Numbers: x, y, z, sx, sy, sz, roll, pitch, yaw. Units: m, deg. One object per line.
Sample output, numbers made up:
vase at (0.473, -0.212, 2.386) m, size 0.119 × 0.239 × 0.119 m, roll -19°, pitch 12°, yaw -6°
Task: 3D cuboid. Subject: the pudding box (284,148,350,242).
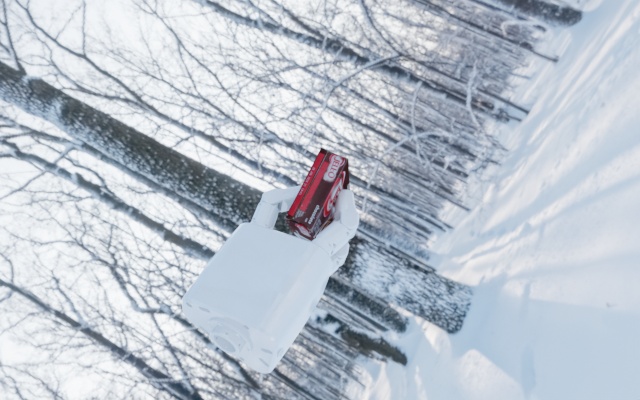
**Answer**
pudding box at (0.000, 0.002, 0.555) m, size 0.039 × 0.090 × 0.113 m, roll 26°, pitch -12°, yaw 9°
